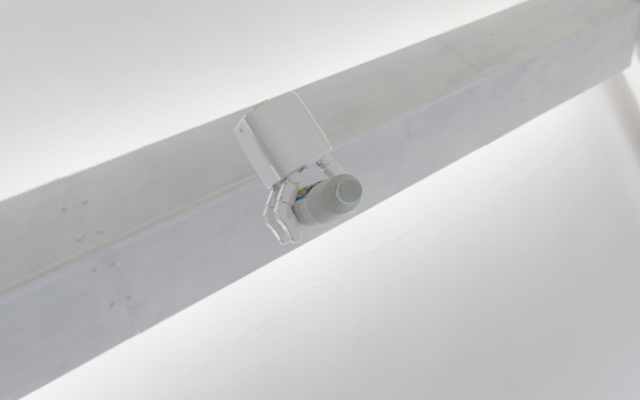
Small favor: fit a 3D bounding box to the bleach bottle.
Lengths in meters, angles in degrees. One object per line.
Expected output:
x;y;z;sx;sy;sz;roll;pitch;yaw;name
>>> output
0.000;0.002;0.712;0.102;0.068;0.251;-35;5;-23;bleach bottle
